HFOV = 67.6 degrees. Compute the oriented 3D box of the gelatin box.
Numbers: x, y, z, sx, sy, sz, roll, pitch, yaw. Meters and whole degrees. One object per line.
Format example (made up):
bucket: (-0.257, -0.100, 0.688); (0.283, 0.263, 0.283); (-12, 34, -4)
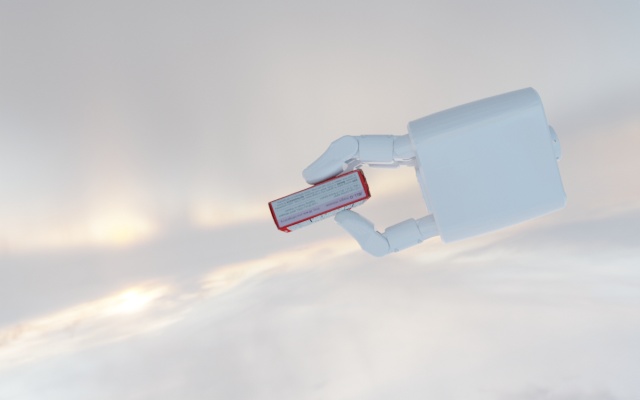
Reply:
gelatin box: (0.000, 0.002, 0.449); (0.089, 0.030, 0.073); (-21, -5, 0)
